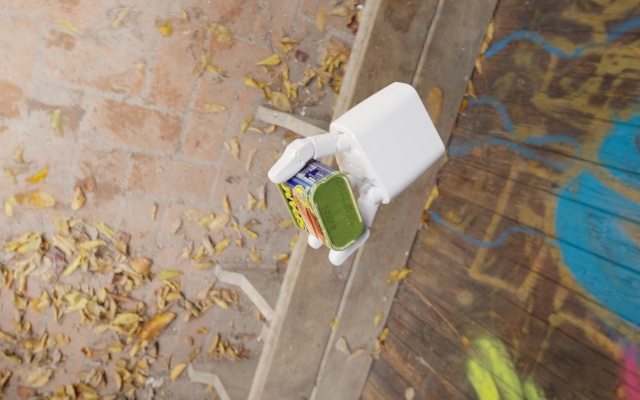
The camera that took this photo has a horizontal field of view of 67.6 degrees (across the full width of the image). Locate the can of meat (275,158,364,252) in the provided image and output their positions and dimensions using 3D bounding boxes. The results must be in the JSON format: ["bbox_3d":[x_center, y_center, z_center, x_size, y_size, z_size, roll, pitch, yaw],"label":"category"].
[{"bbox_3d":[0.000,0.002,0.565,0.057,0.102,0.084,-34,34,-19],"label":"can of meat"}]
